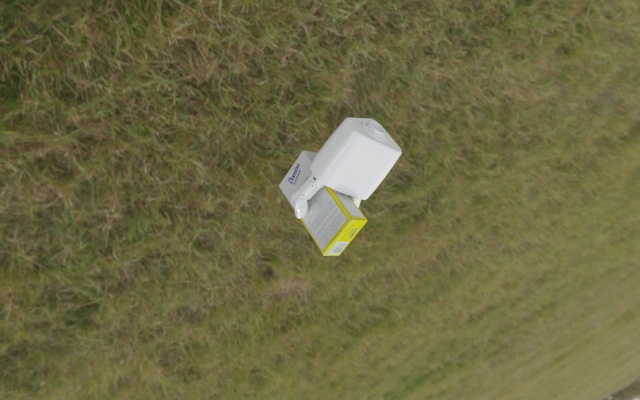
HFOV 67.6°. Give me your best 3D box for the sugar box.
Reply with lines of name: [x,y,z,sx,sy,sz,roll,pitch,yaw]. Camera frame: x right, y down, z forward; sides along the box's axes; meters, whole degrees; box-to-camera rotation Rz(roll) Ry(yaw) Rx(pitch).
sugar box: [0.001,0.003,0.845,0.048,0.176,0.093,7,-50,-44]
